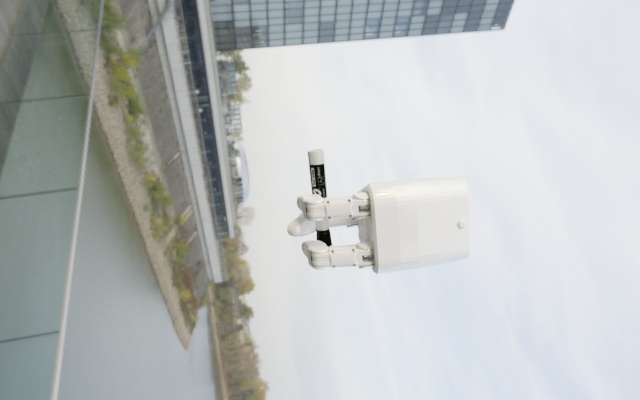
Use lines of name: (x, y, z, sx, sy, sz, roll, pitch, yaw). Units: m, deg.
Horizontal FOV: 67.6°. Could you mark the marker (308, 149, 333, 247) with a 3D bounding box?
marker: (0.000, 0.002, 0.549, 0.020, 0.121, 0.020, -5, 13, 1)
